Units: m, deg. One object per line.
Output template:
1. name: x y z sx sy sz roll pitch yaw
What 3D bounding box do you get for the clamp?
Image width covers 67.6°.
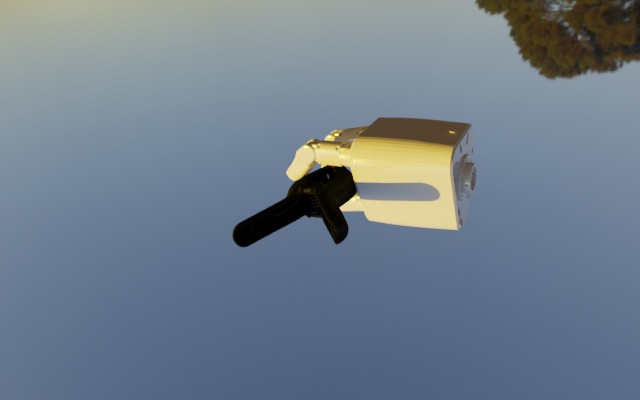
1. clamp: 0.000 0.002 0.505 0.120 0.039 0.171 6 32 30
